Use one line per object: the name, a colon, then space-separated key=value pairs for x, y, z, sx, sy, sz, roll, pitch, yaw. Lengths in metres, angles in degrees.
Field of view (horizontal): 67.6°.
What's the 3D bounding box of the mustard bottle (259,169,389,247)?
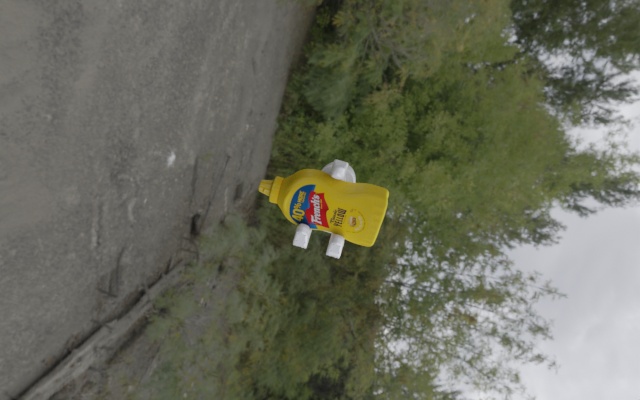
mustard bottle: x=0.000 y=0.003 z=0.724 sx=0.191 sy=0.096 sz=0.058 roll=16 pitch=36 yaw=2
